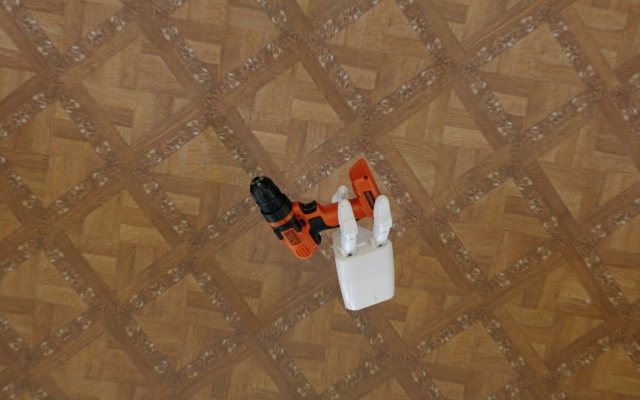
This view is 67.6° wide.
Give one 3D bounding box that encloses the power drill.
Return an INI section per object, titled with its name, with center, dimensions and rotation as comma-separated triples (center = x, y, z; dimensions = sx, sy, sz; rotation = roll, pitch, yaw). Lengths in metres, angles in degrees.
[power drill]
center = 0.001, 0.003, 0.775
dimensions = 0.187, 0.057, 0.184
rotation = -22, -49, 12
